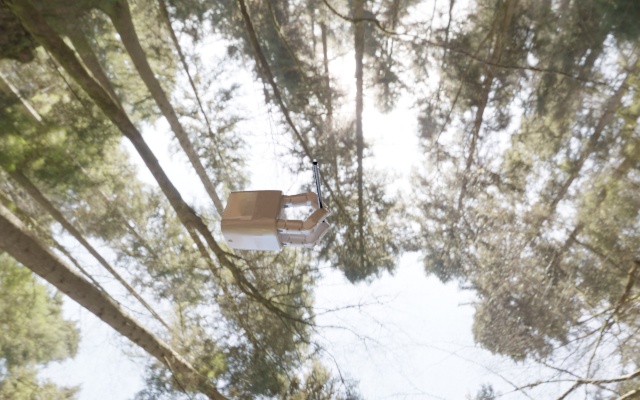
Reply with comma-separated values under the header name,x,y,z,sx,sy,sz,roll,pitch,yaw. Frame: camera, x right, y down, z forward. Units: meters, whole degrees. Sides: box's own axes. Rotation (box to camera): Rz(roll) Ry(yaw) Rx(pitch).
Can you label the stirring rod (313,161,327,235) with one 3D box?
name,x,y,z,sx,sy,sz,roll,pitch,yaw
stirring rod,0.000,0.003,0.873,0.011,0.011,0.240,0,-32,5
